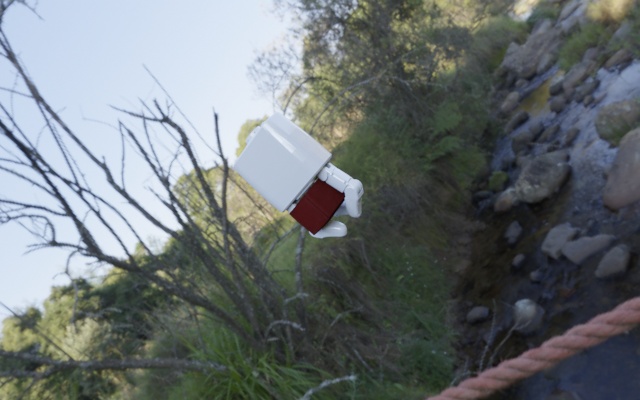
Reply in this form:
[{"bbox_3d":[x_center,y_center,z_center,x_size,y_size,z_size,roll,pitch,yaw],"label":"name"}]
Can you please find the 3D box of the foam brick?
[{"bbox_3d":[0.000,0.002,0.711,0.053,0.051,0.078,-48,3,45],"label":"foam brick"}]
